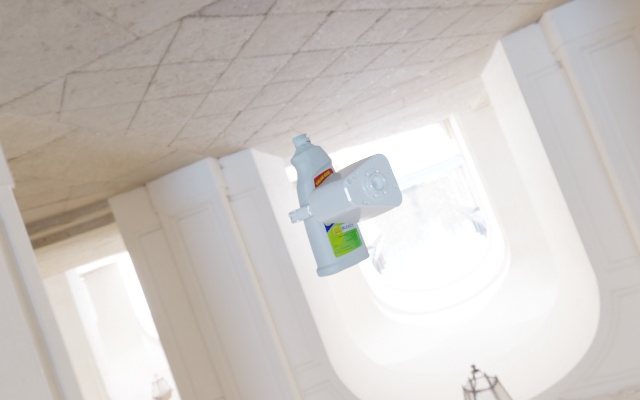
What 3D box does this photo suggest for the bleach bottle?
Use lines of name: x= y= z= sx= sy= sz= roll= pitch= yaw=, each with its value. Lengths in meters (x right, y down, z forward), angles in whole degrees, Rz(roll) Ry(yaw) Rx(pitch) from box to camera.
bleach bottle: x=0.000 y=0.003 z=0.858 sx=0.102 sy=0.251 sz=0.068 roll=-19 pitch=-3 yaw=-34
